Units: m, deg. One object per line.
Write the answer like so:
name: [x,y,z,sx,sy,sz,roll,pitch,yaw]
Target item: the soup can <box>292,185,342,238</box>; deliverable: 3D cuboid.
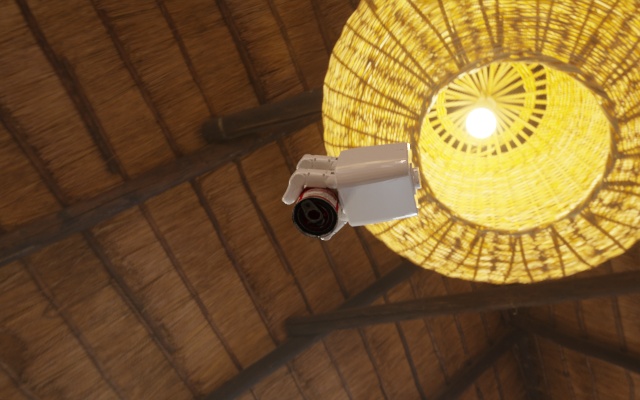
soup can: [0.000,0.002,0.729,0.068,0.068,0.102,0,27,11]
